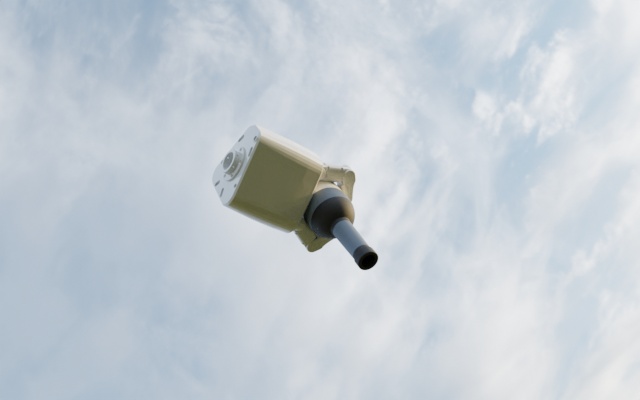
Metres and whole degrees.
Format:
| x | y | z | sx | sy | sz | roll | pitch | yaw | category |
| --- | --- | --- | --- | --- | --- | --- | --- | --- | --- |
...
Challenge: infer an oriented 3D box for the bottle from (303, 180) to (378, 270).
| x | y | z | sx | sy | sz | roll | pitch | yaw | category |
| --- | --- | --- | --- | --- | --- | --- | --- | --- | --- |
| 0.000 | 0.002 | 0.684 | 0.069 | 0.069 | 0.295 | 0 | 29 | -26 | bottle |
